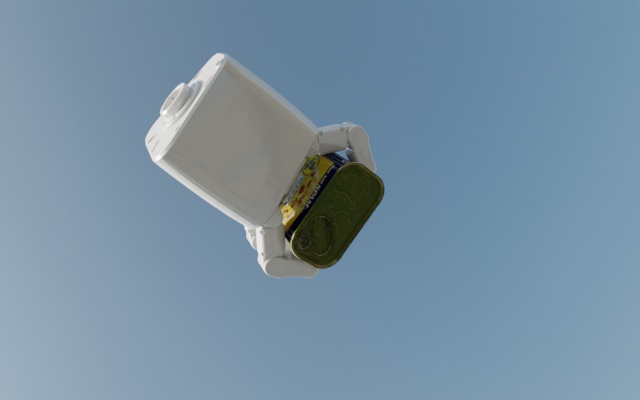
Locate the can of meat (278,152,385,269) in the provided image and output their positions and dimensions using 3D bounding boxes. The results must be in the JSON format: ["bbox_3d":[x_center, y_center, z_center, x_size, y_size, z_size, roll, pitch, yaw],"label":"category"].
[{"bbox_3d":[0.000,0.001,0.465,0.057,0.102,0.084,33,3,-32],"label":"can of meat"}]
